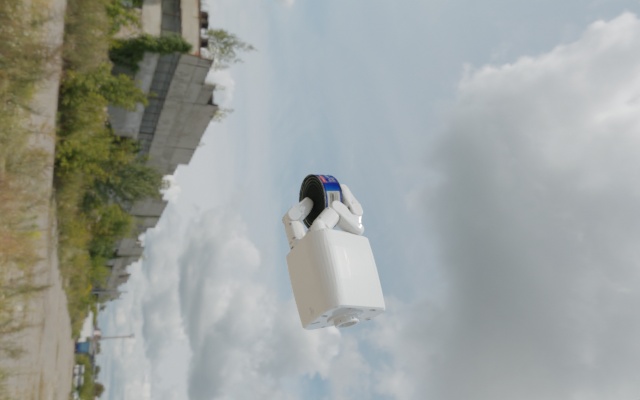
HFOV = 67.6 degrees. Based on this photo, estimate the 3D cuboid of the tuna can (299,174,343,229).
[{"bbox_3d":[0.001,0.002,0.732,0.034,0.086,0.086,-1,1,-28],"label":"tuna can"}]
